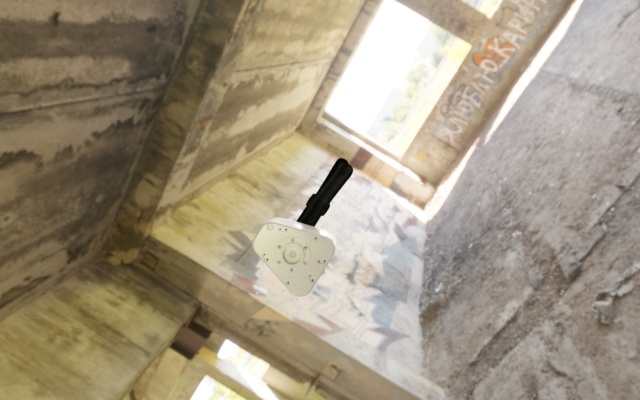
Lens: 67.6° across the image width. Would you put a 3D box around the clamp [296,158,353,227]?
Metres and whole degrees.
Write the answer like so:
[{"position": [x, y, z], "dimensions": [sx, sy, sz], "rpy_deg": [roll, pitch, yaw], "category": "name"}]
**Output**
[{"position": [0.000, 0.002, 0.765], "dimensions": [0.039, 0.171, 0.120], "rpy_deg": [31, -1, 0], "category": "clamp"}]
